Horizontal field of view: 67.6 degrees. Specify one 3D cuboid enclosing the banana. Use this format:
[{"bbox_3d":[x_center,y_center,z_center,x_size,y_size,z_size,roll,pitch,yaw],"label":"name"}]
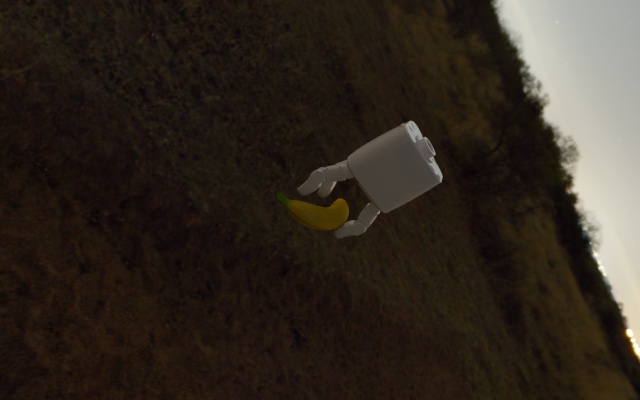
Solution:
[{"bbox_3d":[0.006,0.018,0.789,0.037,0.069,0.198,-34,-21,24],"label":"banana"}]
